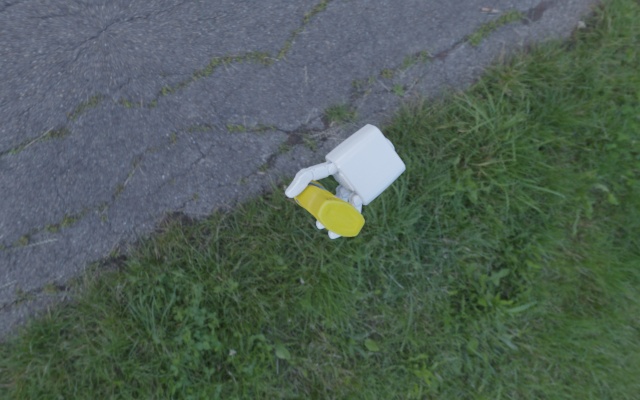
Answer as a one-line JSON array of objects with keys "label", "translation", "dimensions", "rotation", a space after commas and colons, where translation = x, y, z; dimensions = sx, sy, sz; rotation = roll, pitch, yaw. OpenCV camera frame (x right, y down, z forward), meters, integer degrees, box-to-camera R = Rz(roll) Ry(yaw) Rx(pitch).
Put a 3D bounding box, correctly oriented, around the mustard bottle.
[{"label": "mustard bottle", "translation": [0.000, 0.003, 0.892], "dimensions": [0.096, 0.058, 0.191], "rotation": [26, 6, -29]}]
